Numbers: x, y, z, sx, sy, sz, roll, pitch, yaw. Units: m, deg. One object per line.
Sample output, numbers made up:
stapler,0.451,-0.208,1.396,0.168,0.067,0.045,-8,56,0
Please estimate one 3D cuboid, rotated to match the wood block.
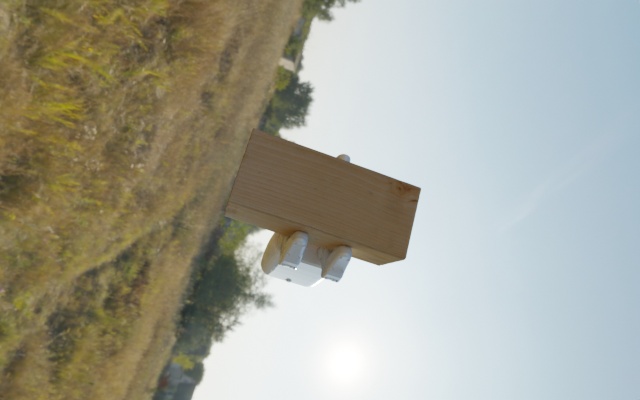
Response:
wood block,0.000,0.002,0.569,0.206,0.090,0.090,19,-17,-10
